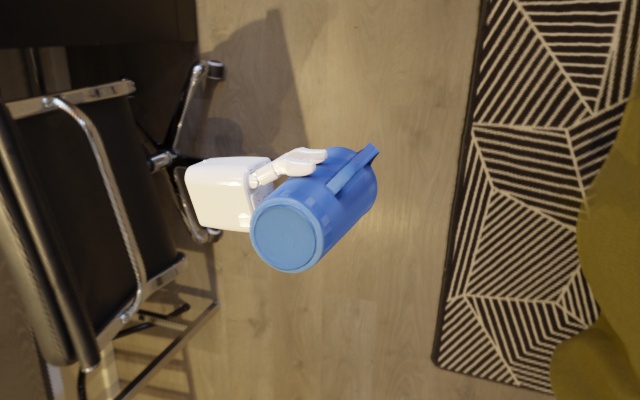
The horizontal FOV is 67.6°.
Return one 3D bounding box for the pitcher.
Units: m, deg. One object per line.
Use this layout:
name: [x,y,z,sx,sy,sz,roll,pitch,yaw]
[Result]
pitcher: [0.000,0.002,0.713,0.145,0.149,0.242,4,20,20]
